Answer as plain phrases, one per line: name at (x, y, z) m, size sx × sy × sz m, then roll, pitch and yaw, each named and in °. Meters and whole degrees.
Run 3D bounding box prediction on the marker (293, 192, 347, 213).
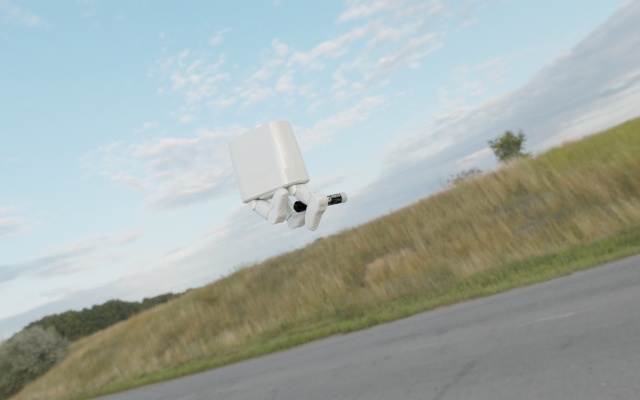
marker at (0.000, 0.003, 0.777) m, size 0.020 × 0.020 × 0.121 m, roll 0°, pitch 8°, yaw 41°
